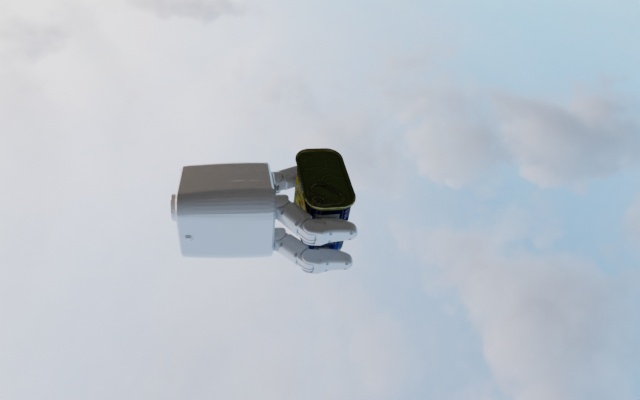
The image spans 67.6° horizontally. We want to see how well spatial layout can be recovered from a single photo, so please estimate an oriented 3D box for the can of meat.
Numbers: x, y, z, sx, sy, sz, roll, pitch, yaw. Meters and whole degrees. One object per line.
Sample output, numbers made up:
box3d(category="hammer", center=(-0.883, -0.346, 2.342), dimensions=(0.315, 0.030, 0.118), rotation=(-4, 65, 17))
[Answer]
box3d(category="can of meat", center=(0.000, 0.002, 0.570), dimensions=(0.057, 0.084, 0.102), rotation=(-3, 45, -13))
